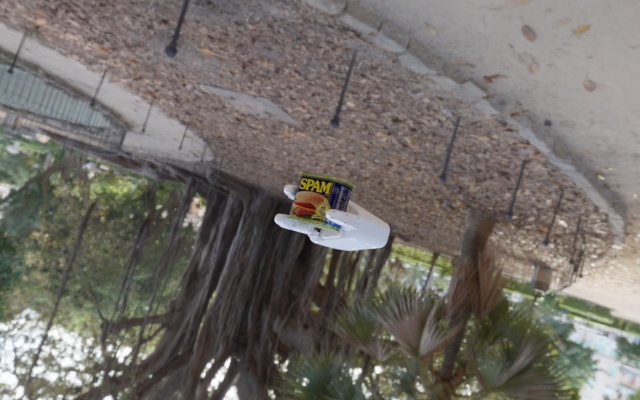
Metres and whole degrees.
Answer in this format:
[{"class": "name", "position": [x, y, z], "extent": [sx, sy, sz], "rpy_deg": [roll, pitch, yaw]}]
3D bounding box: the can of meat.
[{"class": "can of meat", "position": [0.000, 0.003, 0.821], "extent": [0.102, 0.084, 0.057], "rpy_deg": [12, -7, 40]}]
